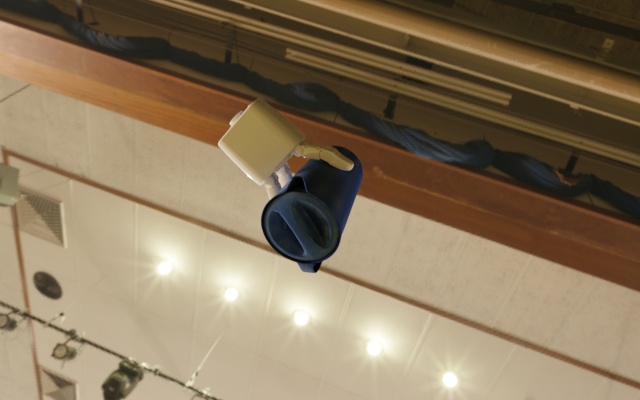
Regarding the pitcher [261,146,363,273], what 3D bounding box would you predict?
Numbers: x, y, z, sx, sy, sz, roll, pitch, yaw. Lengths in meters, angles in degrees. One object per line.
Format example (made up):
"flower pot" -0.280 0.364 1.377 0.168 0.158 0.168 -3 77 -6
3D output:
"pitcher" 0.000 0.003 0.851 0.149 0.145 0.242 -45 7 32
